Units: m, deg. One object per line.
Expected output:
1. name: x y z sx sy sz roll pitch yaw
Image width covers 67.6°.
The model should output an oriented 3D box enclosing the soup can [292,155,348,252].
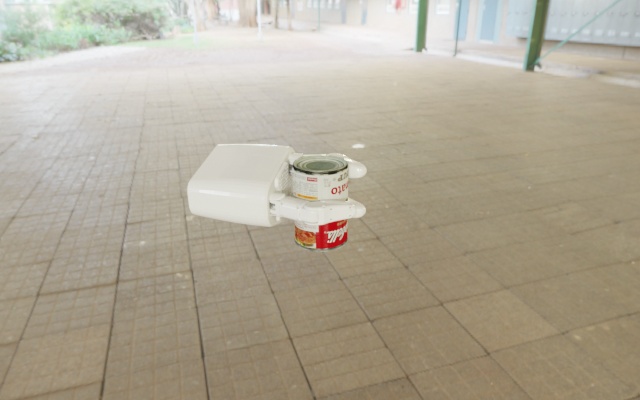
1. soup can: 0.001 0.002 0.584 0.068 0.102 0.068 0 23 0
